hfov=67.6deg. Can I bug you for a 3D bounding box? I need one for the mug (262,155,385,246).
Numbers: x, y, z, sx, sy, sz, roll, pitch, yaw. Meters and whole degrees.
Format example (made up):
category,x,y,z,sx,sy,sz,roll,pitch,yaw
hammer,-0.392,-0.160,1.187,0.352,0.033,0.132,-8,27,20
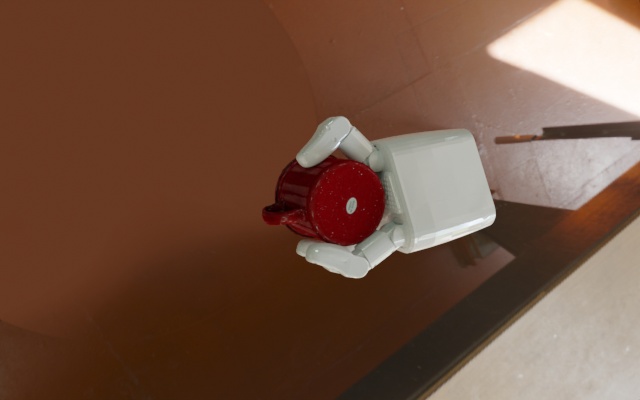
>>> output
category,x,y,z,sx,sy,sz,roll,pitch,yaw
mug,-0.001,0.002,0.468,0.117,0.093,0.081,-13,11,-21
